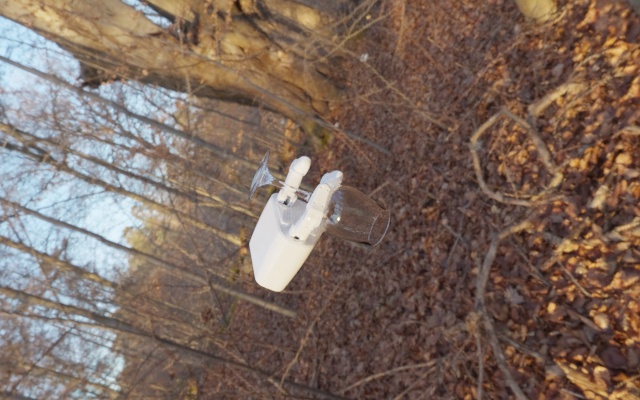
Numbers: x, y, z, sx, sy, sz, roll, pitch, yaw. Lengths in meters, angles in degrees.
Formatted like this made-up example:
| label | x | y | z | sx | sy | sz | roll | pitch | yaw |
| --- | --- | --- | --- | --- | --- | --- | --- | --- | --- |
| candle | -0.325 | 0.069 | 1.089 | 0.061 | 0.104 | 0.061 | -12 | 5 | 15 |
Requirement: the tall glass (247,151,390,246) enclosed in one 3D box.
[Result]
| label | x | y | z | sx | sy | sz | roll | pitch | yaw |
| --- | --- | --- | --- | --- | --- | --- | --- | --- | --- |
| tall glass | 0.000 | 0.002 | 0.698 | 0.201 | 0.079 | 0.079 | 23 | -5 | -13 |
